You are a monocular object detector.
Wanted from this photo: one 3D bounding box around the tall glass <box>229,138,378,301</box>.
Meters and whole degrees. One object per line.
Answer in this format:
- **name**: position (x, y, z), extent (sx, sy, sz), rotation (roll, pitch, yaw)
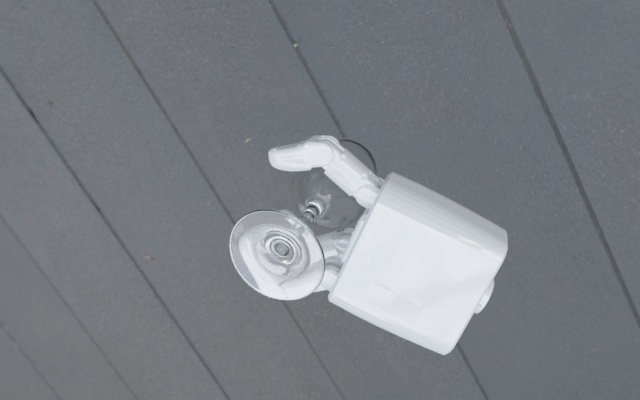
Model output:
- **tall glass**: position (0.000, 0.002, 0.425), extent (0.079, 0.079, 0.201), rotation (0, 23, 20)
